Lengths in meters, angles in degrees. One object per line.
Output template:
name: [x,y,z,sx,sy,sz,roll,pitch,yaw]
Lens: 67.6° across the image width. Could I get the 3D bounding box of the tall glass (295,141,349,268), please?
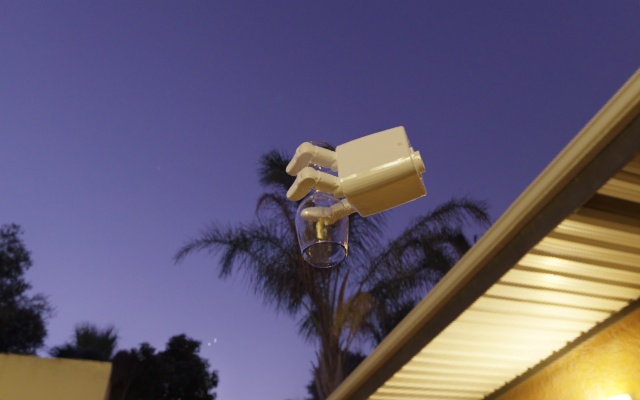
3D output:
tall glass: [0.000,0.002,0.720,0.079,0.200,0.079,-2,-42,-2]
